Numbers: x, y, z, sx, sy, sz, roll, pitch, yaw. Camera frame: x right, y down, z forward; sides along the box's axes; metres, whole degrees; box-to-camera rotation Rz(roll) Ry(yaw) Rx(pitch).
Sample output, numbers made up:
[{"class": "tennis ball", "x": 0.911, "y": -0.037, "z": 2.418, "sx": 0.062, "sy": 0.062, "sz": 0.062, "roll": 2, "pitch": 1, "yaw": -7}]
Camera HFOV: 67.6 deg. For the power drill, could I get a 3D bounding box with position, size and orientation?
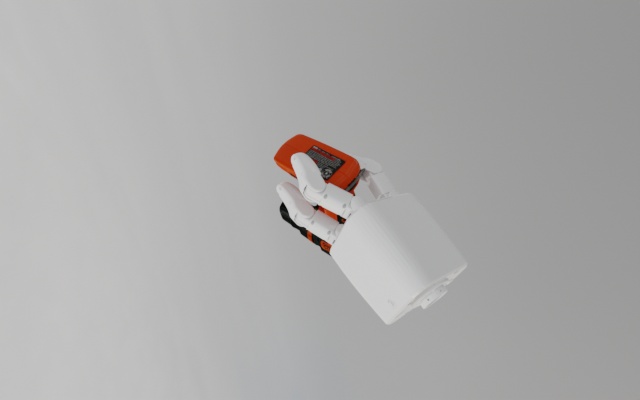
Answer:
[{"class": "power drill", "x": 0.000, "y": 0.002, "z": 0.629, "sx": 0.184, "sy": 0.057, "sz": 0.188, "roll": 27, "pitch": -26, "yaw": 30}]
